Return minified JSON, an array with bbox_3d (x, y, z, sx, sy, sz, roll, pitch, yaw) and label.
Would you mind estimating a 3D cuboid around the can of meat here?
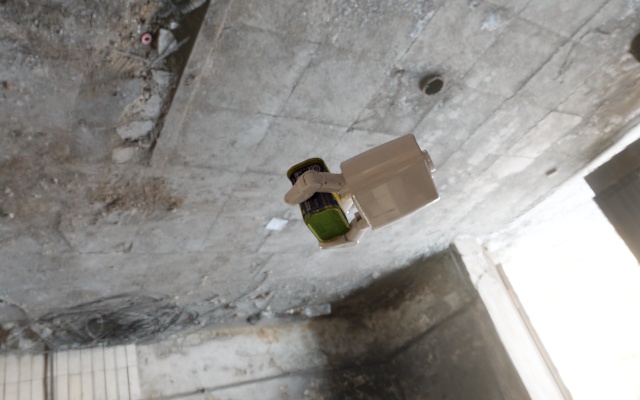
[{"bbox_3d":[0.000,0.002,0.681,0.057,0.084,0.102,-23,-30,6],"label":"can of meat"}]
